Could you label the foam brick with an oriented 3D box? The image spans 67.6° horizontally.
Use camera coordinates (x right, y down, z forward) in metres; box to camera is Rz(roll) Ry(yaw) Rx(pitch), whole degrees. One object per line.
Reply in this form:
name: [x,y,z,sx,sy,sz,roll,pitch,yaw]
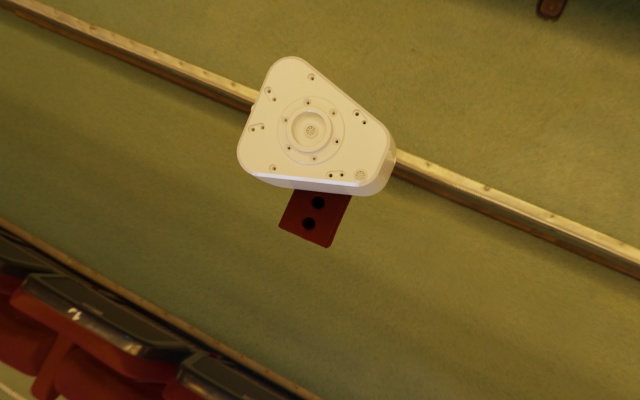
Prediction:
foam brick: [0.000,0.002,0.472,0.053,0.078,0.051,24,3,6]
